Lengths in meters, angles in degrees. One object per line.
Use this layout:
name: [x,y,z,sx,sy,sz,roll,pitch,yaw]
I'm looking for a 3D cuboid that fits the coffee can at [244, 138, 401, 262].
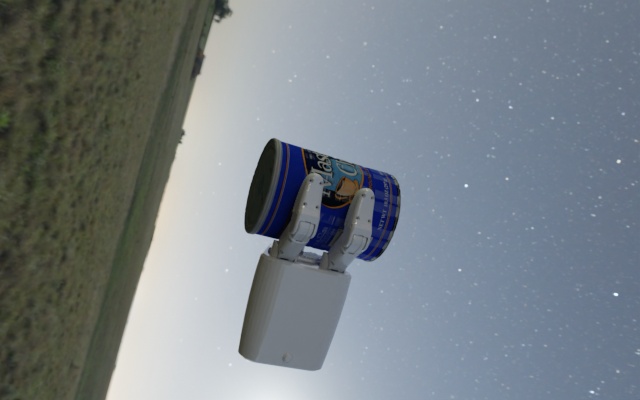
coffee can: [0.000,0.001,0.516,0.140,0.103,0.103,15,-5,-18]
